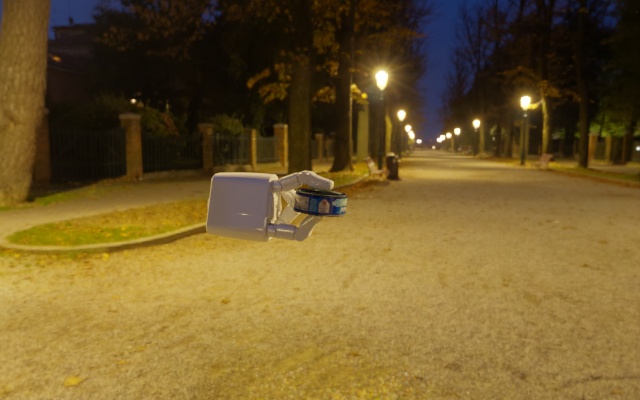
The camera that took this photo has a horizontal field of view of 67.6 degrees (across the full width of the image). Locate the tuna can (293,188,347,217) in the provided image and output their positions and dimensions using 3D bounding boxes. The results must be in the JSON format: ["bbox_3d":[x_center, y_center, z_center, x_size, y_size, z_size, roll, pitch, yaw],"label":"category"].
[{"bbox_3d":[0.000,0.002,0.772,0.086,0.034,0.086,6,7,-1],"label":"tuna can"}]
